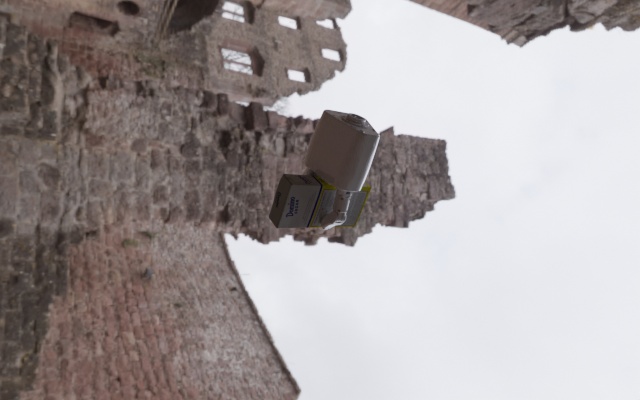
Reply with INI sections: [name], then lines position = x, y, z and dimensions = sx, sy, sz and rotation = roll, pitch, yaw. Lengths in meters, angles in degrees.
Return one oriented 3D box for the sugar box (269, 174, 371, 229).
[sugar box]
position = 0.000, 0.002, 0.874
dimensions = 0.176, 0.093, 0.048
rotation = 4, 29, -33
